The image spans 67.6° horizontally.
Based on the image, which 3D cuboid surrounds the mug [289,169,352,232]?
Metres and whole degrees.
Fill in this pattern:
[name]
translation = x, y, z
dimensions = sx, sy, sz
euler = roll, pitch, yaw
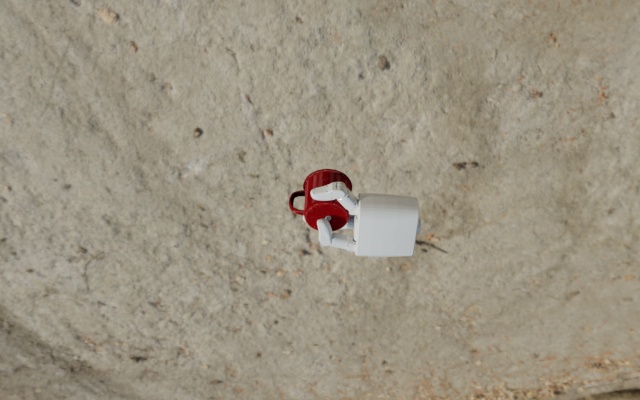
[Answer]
[mug]
translation = -0.001, 0.003, 0.872
dimensions = 0.117, 0.081, 0.093
euler = 0, -44, 2
